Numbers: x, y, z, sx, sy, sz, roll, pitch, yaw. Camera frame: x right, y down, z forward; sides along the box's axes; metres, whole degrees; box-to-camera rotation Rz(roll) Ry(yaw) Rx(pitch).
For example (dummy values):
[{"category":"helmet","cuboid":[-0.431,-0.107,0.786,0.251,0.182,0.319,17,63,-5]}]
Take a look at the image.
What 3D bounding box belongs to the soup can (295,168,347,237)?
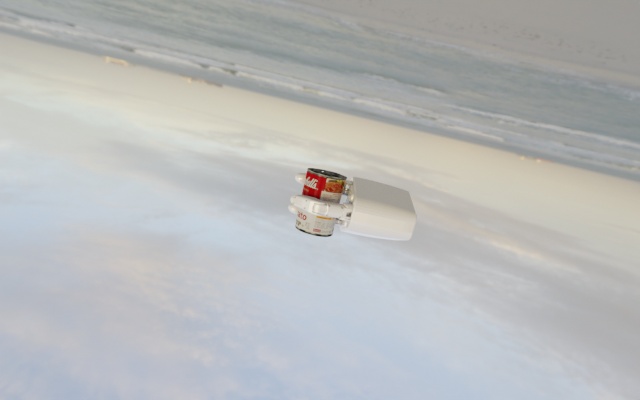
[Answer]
[{"category":"soup can","cuboid":[0.000,0.003,0.801,0.068,0.102,0.068,13,11,-2]}]
